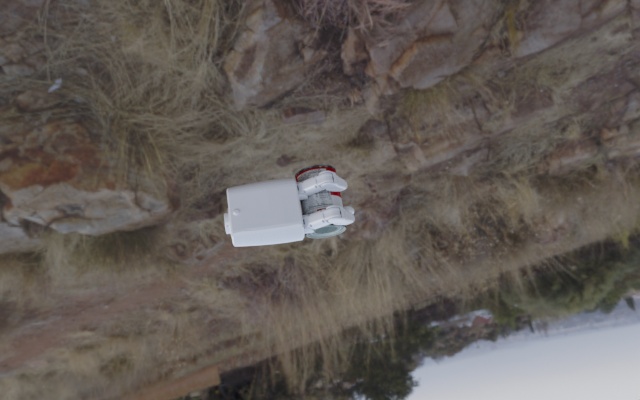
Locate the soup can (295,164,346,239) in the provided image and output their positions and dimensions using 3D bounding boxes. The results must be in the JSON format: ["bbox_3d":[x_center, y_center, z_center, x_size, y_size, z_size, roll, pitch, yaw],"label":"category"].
[{"bbox_3d":[0.001,0.003,0.761,0.068,0.102,0.068,-9,-19,-3],"label":"soup can"}]
